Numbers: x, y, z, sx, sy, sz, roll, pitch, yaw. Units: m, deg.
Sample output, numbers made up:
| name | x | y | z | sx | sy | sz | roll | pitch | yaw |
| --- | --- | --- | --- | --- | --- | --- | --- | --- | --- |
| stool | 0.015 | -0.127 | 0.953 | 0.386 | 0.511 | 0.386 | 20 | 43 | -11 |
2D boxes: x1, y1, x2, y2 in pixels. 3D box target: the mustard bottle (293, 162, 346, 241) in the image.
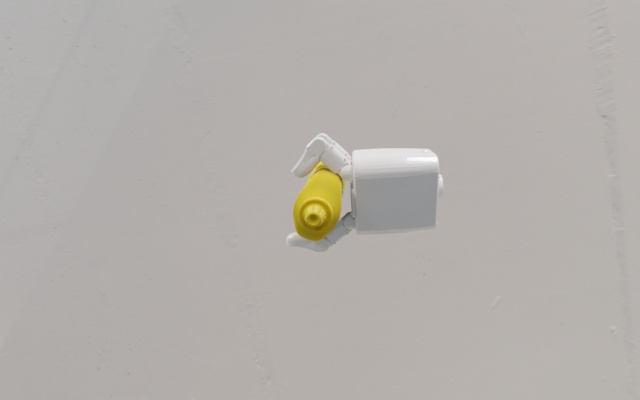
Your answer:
| name | x | y | z | sx | sy | sz | roll | pitch | yaw |
| --- | --- | --- | --- | --- | --- | --- | --- | --- | --- |
| mustard bottle | 0.000 | 0.002 | 0.633 | 0.058 | 0.096 | 0.191 | 21 | 13 | -1 |
